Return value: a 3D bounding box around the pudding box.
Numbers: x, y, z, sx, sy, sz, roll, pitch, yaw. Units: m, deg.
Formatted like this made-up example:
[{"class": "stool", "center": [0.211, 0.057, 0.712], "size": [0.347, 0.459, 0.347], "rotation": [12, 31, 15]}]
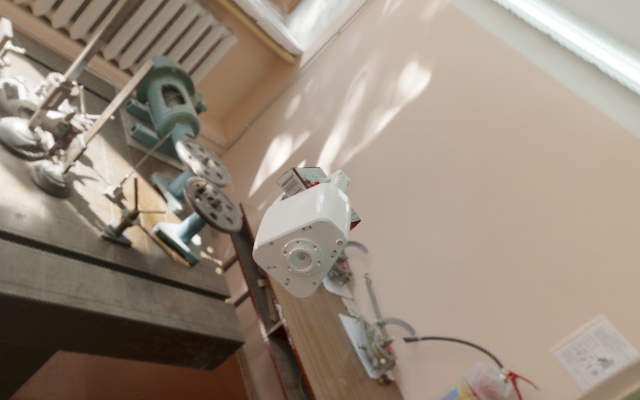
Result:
[{"class": "pudding box", "center": [0.000, 0.002, 0.704], "size": [0.039, 0.113, 0.090], "rotation": [-41, -14, 22]}]
